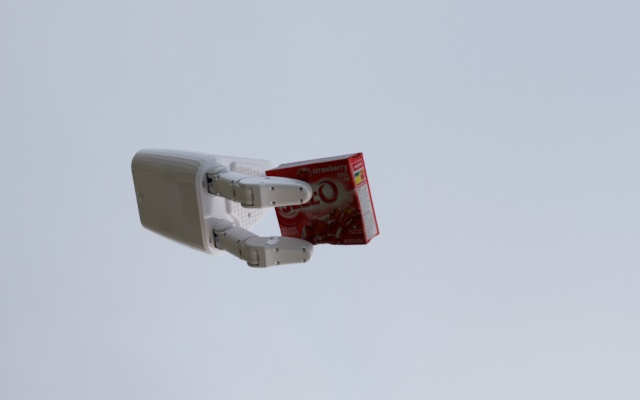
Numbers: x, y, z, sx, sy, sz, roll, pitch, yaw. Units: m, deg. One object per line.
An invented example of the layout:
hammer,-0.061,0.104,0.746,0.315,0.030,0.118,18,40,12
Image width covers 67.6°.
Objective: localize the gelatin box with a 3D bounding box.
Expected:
gelatin box,0.001,0.001,0.412,0.089,0.073,0.030,-5,14,34
